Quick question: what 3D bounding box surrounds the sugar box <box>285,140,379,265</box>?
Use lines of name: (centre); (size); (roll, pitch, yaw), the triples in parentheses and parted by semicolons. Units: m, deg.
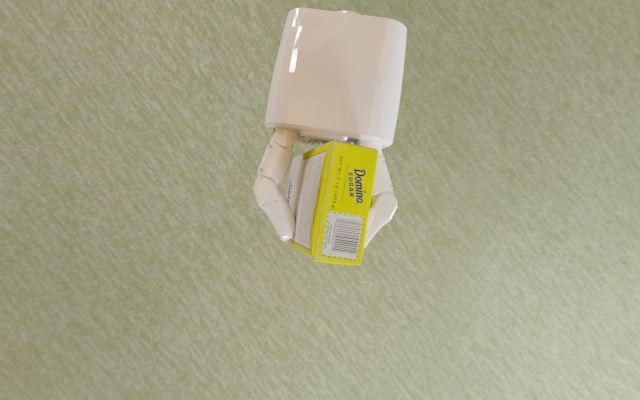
sugar box: (0.001, 0.001, 0.444); (0.048, 0.093, 0.176); (10, -1, -10)
